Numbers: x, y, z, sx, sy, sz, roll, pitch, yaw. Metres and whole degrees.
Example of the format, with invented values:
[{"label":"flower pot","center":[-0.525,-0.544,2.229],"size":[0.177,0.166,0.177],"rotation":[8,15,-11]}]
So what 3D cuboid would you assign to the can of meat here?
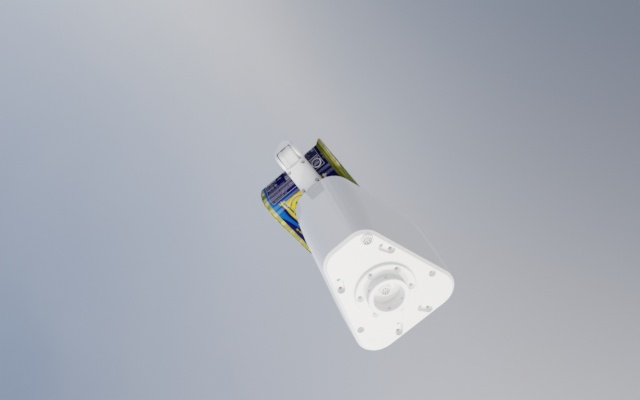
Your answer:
[{"label":"can of meat","center":[0.000,0.002,0.498],"size":[0.084,0.102,0.057],"rotation":[-39,29,6]}]
